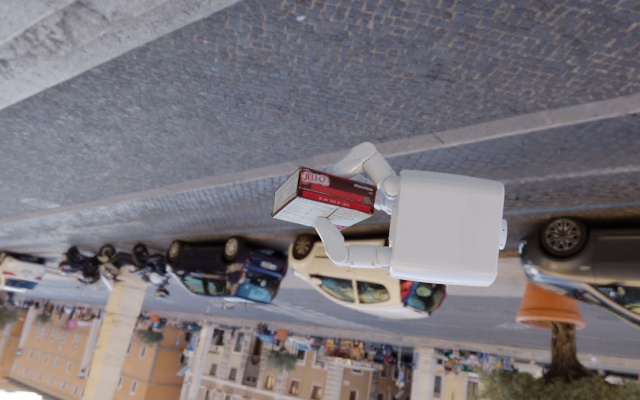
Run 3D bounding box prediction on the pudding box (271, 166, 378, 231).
[{"bbox_3d":[0.000,0.002,0.545,0.090,0.039,0.113,15,-19,-17],"label":"pudding box"}]
